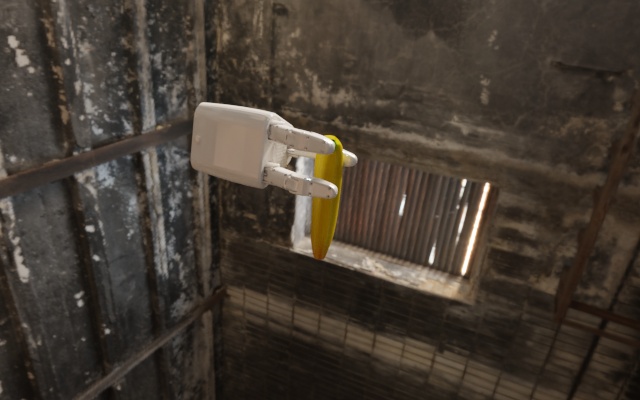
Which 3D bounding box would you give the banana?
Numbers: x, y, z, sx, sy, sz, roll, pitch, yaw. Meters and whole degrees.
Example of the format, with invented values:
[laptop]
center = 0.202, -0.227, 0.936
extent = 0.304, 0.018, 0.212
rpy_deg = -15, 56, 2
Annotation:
[banana]
center = 0.006, -0.011, 0.639
extent = 0.037, 0.198, 0.069
rpy_deg = 12, 38, 12
